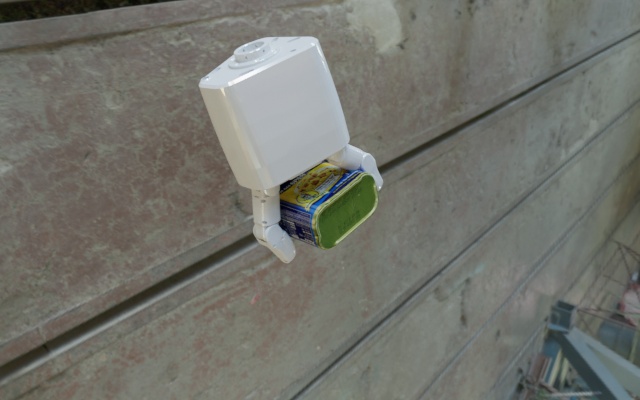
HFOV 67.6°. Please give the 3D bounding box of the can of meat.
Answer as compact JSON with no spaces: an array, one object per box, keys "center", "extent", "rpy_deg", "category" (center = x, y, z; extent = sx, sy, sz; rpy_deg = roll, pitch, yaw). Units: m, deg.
[{"center":[0.000,0.002,0.511],"extent":[0.084,0.057,0.102],"rpy_deg":[17,44,42],"category":"can of meat"}]
